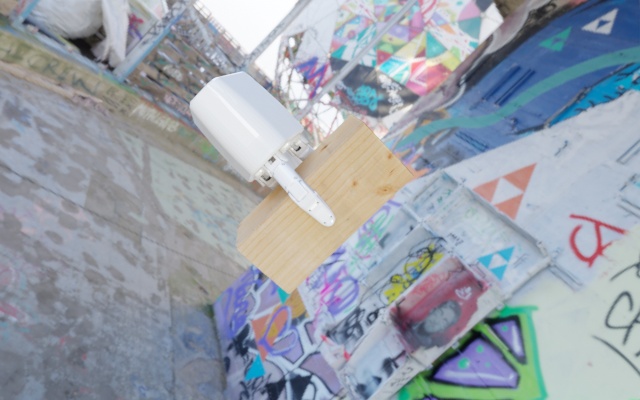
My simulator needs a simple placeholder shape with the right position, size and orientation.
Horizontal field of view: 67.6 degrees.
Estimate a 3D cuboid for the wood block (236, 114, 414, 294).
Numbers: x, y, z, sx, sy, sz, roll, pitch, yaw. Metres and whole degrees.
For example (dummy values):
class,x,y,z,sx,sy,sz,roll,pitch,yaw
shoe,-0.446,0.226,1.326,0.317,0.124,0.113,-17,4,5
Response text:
class,x,y,z,sx,sy,sz,roll,pitch,yaw
wood block,0.000,0.002,0.591,0.090,0.206,0.090,44,7,-16
